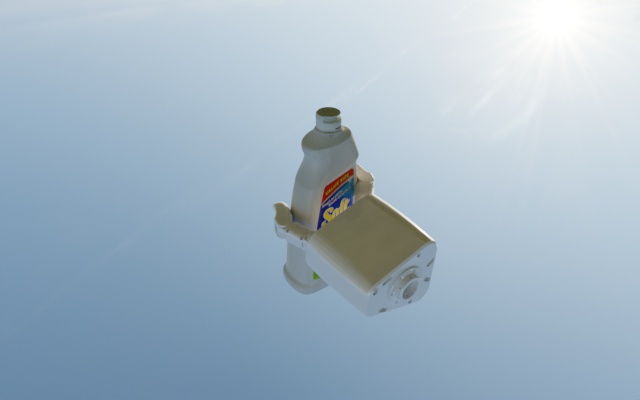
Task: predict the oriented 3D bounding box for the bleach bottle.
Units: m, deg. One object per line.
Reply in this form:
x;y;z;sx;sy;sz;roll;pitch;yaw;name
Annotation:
0.000;0.002;0.623;0.102;0.251;0.068;-22;42;-30;bleach bottle
